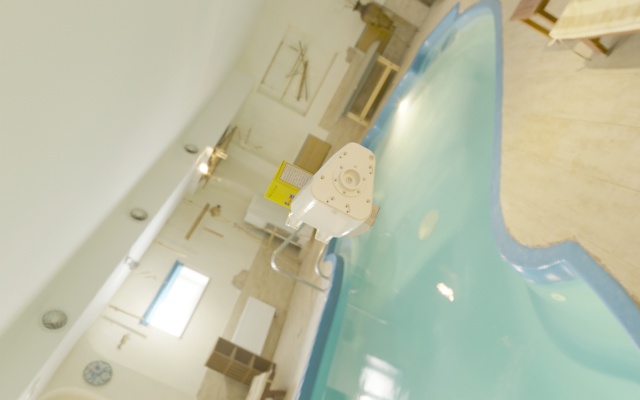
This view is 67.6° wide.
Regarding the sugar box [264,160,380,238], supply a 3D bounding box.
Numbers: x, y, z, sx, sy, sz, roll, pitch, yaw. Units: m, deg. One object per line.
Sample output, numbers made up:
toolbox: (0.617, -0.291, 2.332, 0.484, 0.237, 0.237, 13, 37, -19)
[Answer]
sugar box: (0.000, 0.003, 0.796, 0.176, 0.048, 0.093, 27, -22, -8)
